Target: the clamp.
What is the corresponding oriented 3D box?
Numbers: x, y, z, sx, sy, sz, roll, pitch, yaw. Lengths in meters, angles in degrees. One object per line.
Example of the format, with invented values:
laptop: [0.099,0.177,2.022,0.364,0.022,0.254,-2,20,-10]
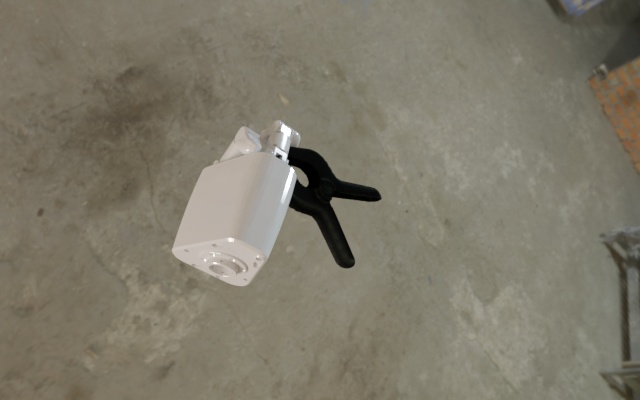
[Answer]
clamp: [0.000,0.002,0.578,0.171,0.120,0.039,31,-36,-25]
